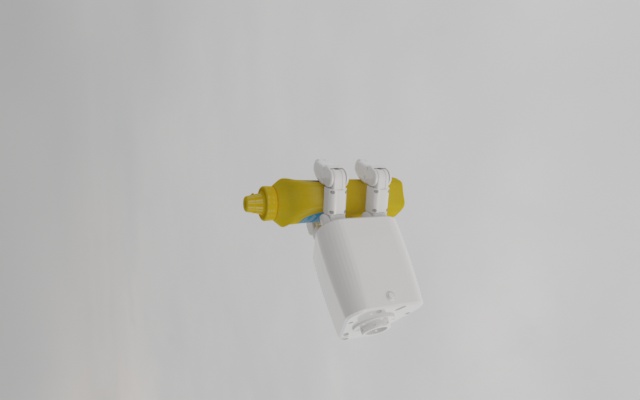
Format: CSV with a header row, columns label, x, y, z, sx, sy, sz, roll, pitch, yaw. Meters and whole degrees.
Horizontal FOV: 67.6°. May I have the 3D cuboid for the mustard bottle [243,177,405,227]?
label,x,y,z,sx,sy,sz,roll,pitch,yaw
mustard bottle,0.000,0.002,0.587,0.191,0.058,0.096,-2,-6,-25
